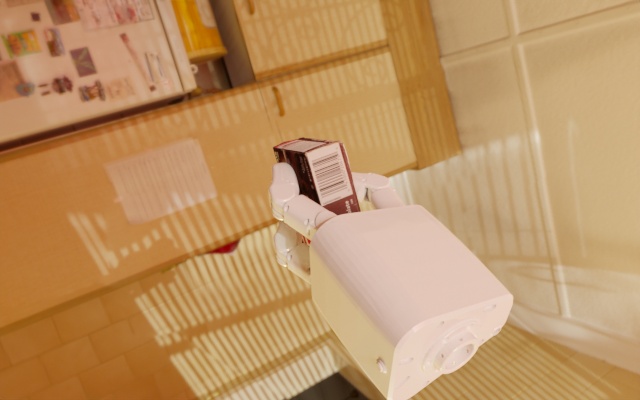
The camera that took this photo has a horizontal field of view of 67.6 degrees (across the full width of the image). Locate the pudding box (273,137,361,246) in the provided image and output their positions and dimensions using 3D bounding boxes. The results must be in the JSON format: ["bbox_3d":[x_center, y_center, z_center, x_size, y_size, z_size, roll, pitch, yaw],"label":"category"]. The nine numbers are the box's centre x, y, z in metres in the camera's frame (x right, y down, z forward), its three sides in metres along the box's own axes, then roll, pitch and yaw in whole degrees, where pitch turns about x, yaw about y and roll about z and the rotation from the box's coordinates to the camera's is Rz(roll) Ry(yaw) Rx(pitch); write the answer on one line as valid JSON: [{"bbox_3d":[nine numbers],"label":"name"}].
[{"bbox_3d":[0.000,0.001,0.434,0.039,0.113,0.090,-19,16,-20],"label":"pudding box"}]
